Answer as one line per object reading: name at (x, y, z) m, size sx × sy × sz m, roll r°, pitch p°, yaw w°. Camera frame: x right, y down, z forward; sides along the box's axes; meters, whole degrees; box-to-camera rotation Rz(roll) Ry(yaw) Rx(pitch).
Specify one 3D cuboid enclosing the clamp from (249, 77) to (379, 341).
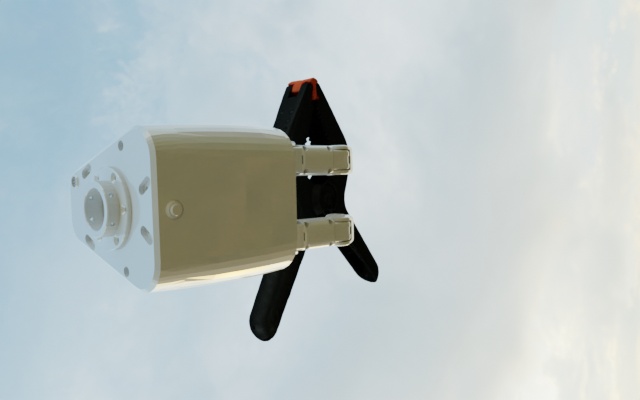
clamp at (-0.001, 0.001, 0.426) m, size 0.036 × 0.210 × 0.164 m, roll 2°, pitch 5°, yaw 39°
